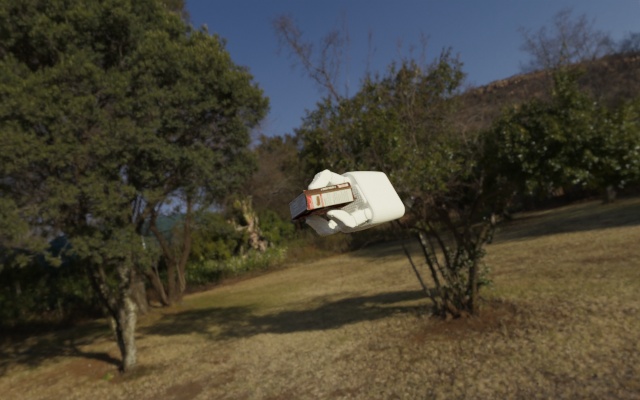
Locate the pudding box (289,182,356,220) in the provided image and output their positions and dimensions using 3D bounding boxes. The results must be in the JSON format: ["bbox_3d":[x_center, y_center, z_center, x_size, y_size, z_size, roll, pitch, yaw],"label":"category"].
[{"bbox_3d":[0.000,0.003,0.852,0.090,0.039,0.113,-12,-9,-18],"label":"pudding box"}]
